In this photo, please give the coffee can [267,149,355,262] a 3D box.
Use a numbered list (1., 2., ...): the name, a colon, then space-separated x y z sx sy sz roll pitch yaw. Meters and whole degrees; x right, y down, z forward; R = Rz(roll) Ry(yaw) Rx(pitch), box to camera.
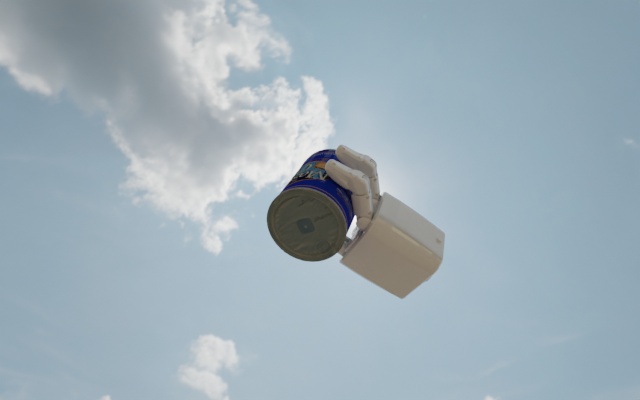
1. coffee can: 0.000 0.002 0.645 0.103 0.103 0.140 0 26 17
